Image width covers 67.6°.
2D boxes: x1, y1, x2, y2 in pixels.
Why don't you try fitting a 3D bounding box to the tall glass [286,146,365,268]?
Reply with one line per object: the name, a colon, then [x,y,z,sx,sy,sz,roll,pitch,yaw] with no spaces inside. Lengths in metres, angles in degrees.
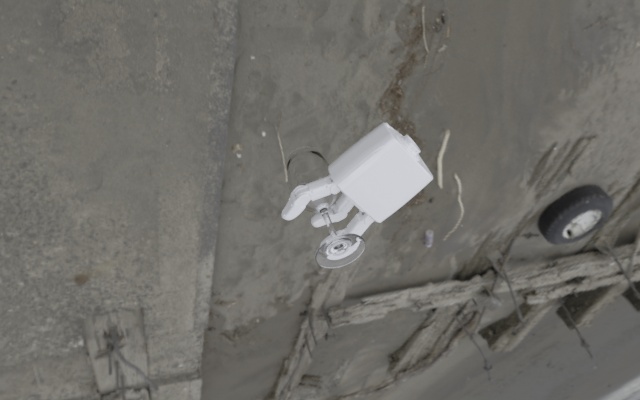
tall glass: [0.000,0.003,0.737,0.079,0.079,0.201,0,44,-24]
